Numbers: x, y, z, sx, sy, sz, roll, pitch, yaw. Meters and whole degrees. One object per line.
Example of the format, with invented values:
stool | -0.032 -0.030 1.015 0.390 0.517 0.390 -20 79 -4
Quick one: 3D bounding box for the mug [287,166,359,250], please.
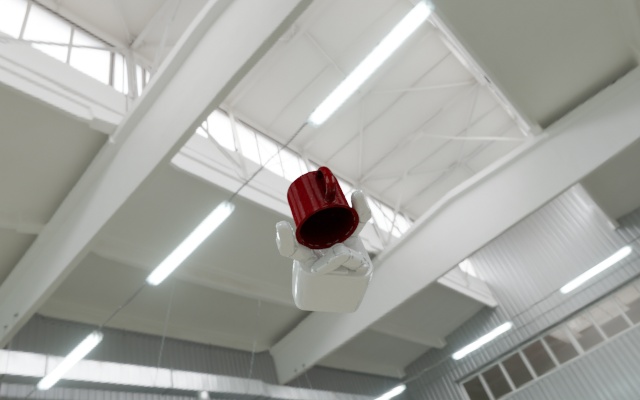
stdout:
mug | 0.000 0.001 0.680 0.093 0.117 0.081 -8 47 -16
